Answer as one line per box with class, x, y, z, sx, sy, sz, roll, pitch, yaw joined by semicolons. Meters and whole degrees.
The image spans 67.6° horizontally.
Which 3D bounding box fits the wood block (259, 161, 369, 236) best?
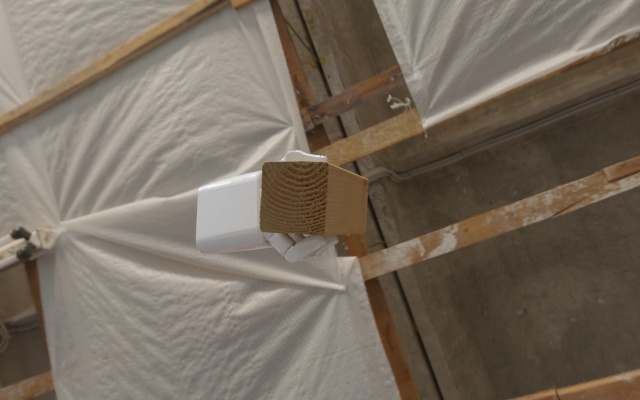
wood block;0.000;0.002;0.679;0.090;0.091;0.206;2;-2;19
